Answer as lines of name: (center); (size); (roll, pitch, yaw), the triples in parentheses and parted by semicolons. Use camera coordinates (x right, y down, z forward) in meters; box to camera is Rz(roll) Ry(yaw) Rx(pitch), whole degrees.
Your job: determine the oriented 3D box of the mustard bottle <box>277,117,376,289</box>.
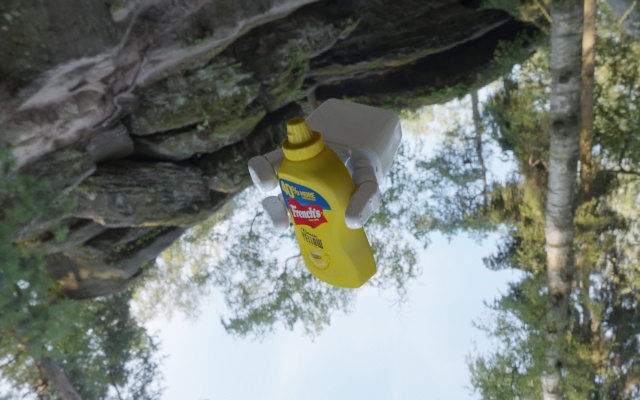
mustard bottle: (0.000, 0.002, 0.509); (0.058, 0.192, 0.096); (-35, 36, -29)
